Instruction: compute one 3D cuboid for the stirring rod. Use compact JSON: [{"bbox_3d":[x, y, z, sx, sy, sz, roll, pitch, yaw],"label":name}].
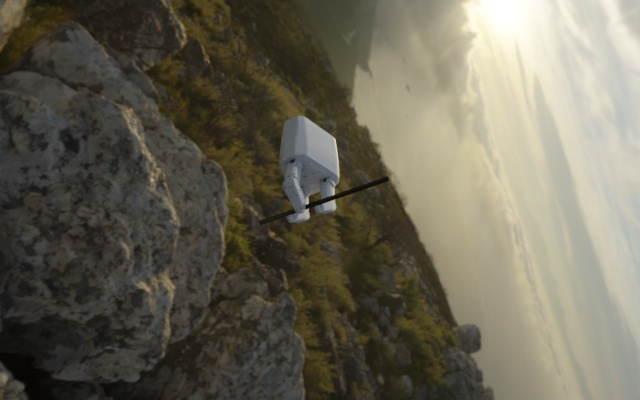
[{"bbox_3d":[0.000,0.003,0.792,0.239,0.011,0.011,-19,-8,22],"label":"stirring rod"}]
